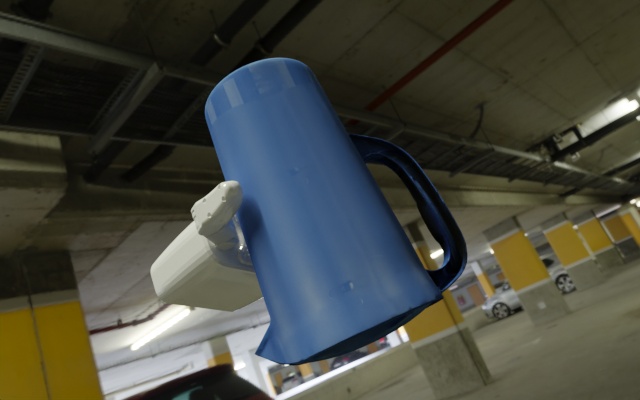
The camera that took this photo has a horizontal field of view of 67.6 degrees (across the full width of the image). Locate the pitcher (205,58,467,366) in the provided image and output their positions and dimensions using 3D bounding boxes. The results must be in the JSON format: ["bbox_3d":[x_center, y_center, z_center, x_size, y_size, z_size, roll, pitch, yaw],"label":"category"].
[{"bbox_3d":[0.000,0.001,0.406,0.149,0.242,0.145,-2,-28,-49],"label":"pitcher"}]
